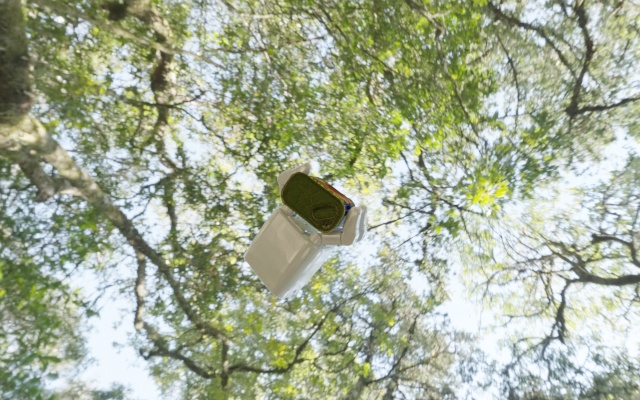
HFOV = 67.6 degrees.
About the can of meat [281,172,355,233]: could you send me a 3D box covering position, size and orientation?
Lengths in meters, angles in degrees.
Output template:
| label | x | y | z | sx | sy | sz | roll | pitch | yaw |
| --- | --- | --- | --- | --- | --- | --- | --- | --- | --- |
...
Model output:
| label | x | y | z | sx | sy | sz | roll | pitch | yaw |
| --- | --- | --- | --- | --- | --- | --- | --- | --- | --- |
| can of meat | 0.000 | 0.002 | 0.747 | 0.102 | 0.057 | 0.084 | 37 | 11 | 15 |
